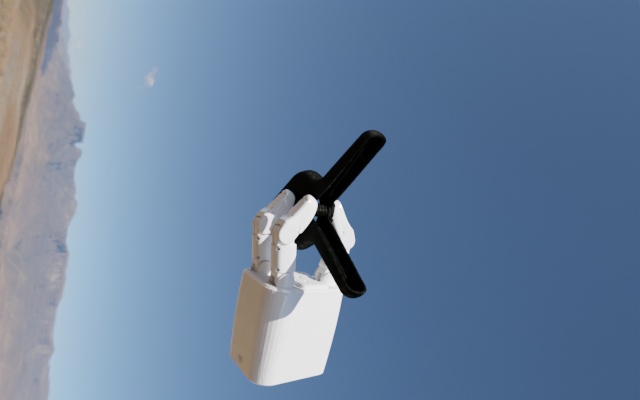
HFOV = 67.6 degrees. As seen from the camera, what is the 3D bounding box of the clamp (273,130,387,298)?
[{"bbox_3d":[0.000,0.002,0.538,0.036,0.164,0.210,12,2,-31],"label":"clamp"}]
